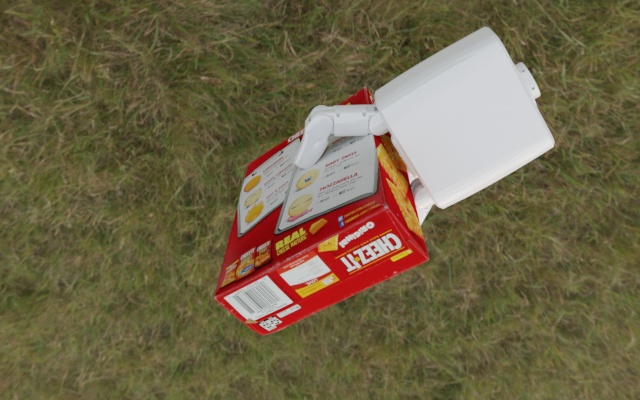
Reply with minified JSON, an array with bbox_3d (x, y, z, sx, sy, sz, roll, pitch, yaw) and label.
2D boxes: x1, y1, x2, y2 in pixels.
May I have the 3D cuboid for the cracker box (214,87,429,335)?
[{"bbox_3d":[0.000,0.001,0.452,0.164,0.072,0.213,-30,29,20],"label":"cracker box"}]
